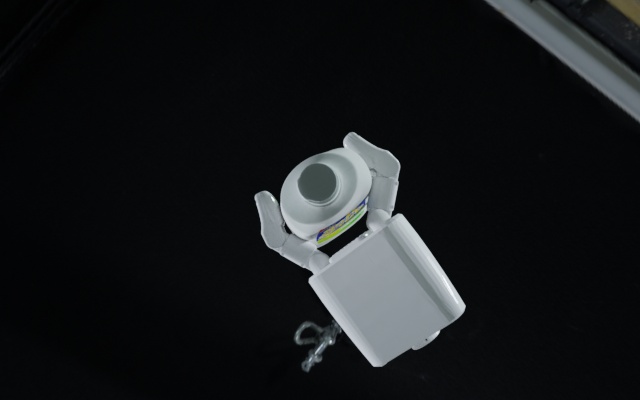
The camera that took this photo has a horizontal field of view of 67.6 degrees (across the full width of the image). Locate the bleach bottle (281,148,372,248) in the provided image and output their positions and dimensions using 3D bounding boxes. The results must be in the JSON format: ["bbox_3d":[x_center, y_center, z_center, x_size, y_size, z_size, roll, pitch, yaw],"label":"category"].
[{"bbox_3d":[0.000,0.001,0.463,0.102,0.068,0.251,-35,-6,1],"label":"bleach bottle"}]
